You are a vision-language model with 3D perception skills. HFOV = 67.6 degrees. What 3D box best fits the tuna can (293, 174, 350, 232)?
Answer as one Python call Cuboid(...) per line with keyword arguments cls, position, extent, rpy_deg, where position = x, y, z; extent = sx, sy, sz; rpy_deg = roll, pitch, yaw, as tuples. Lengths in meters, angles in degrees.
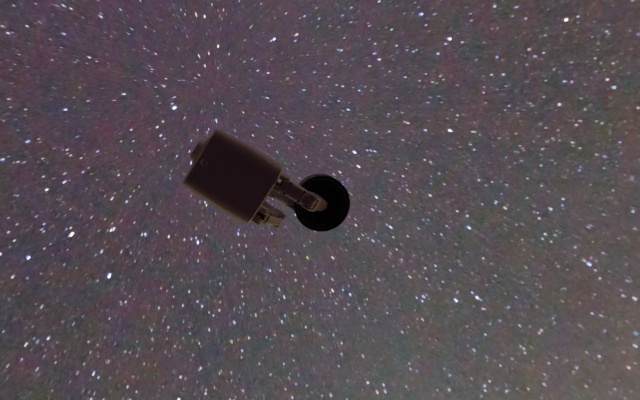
Cuboid(cls="tuna can", position=(0.000, 0.002, 0.732), extent=(0.086, 0.086, 0.033), rpy_deg=(0, 10, -8))
